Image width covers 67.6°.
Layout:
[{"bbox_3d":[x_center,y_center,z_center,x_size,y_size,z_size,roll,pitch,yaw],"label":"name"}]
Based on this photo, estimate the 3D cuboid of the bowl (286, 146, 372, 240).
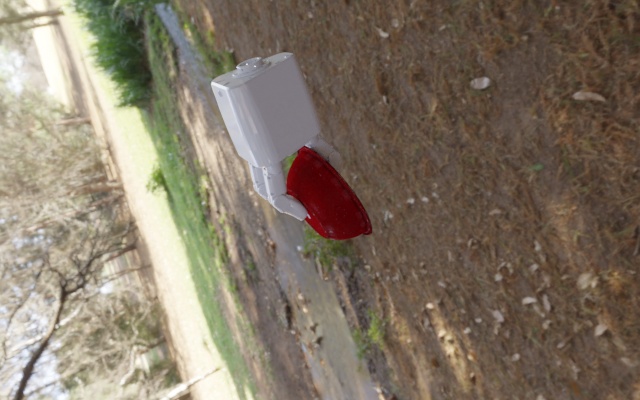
[{"bbox_3d":[0.001,0.004,0.679,0.055,0.162,0.162,-40,9,-11],"label":"bowl"}]
